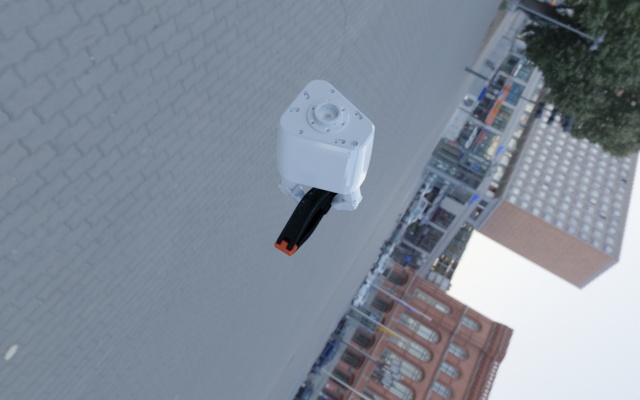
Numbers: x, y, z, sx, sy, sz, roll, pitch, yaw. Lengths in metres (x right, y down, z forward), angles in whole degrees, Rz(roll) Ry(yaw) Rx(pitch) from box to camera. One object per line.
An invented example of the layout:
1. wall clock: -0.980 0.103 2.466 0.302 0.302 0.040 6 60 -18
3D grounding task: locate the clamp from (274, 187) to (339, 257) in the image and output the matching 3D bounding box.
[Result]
1. clamp: 0.001 0.003 0.731 0.036 0.210 0.165 29 -24 12
